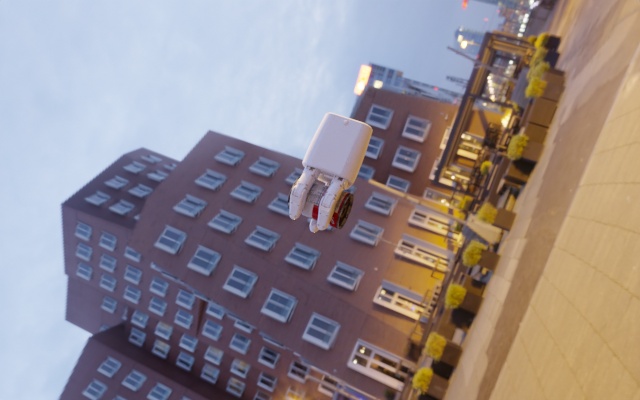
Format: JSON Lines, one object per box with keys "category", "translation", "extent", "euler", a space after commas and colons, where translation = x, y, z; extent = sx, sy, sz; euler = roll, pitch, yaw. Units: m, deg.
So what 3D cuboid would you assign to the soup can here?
{"category": "soup can", "translation": [0.000, 0.003, 0.862], "extent": [0.102, 0.068, 0.068], "euler": [21, 5, 15]}
